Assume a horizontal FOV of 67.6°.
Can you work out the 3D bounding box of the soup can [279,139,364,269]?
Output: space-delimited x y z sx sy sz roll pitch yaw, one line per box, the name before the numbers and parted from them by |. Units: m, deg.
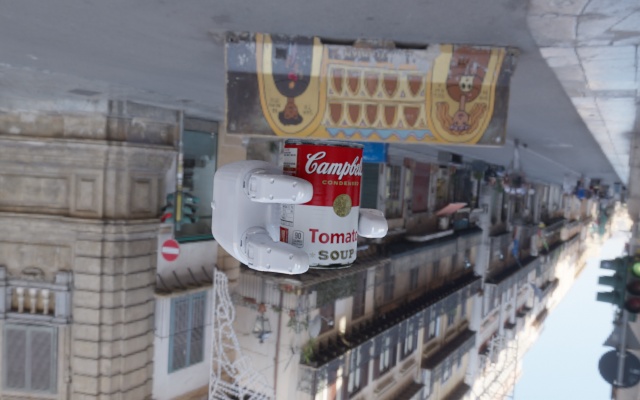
soup can | 0.000 0.002 0.408 0.068 0.102 0.068 4 4 0
